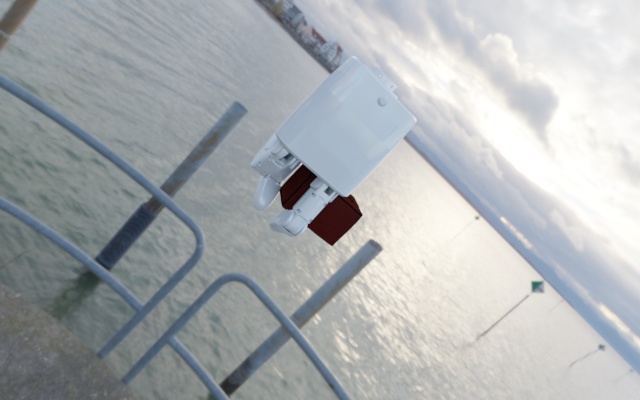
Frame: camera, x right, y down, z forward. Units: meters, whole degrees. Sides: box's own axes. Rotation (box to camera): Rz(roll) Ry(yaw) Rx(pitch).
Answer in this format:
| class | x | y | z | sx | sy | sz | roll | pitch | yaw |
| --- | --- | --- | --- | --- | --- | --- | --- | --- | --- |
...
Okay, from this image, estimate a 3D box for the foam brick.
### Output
| class | x | y | z | sx | sy | sz | roll | pitch | yaw |
| --- | --- | --- | --- | --- | --- | --- | --- | --- | --- |
| foam brick | 0.000 | 0.002 | 0.531 | 0.078 | 0.051 | 0.053 | 40 | 12 | -21 |
